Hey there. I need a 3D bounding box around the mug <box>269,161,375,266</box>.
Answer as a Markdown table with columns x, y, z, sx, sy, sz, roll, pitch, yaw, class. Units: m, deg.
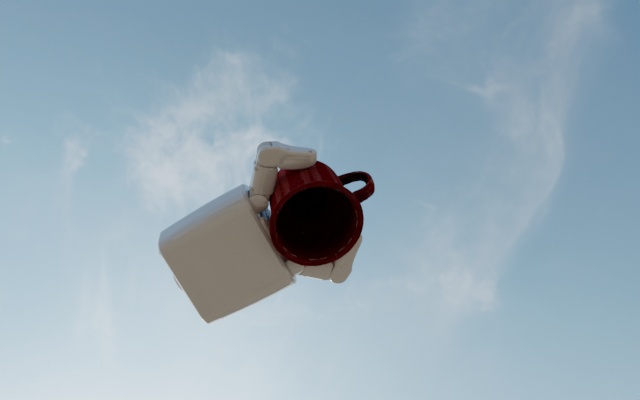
| x | y | z | sx | sy | sz | roll | pitch | yaw | class |
| --- | --- | --- | --- | --- | --- | --- | --- | --- | --- |
| 0.001 | 0.001 | 0.494 | 0.117 | 0.093 | 0.081 | -28 | 28 | 2 | mug |
